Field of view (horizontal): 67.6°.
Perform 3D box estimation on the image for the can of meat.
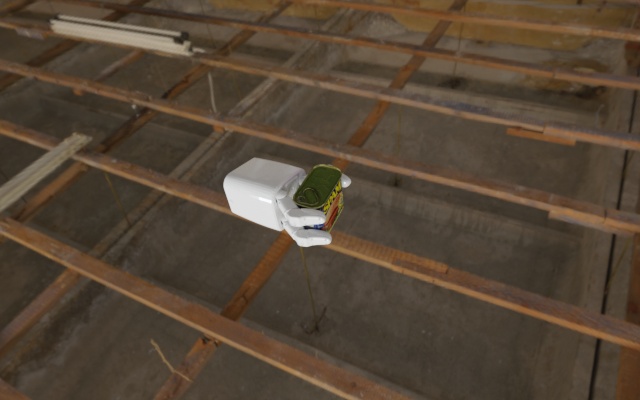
[{"bbox_3d":[0.000,0.003,0.825,0.057,0.084,0.102,15,50,21],"label":"can of meat"}]
